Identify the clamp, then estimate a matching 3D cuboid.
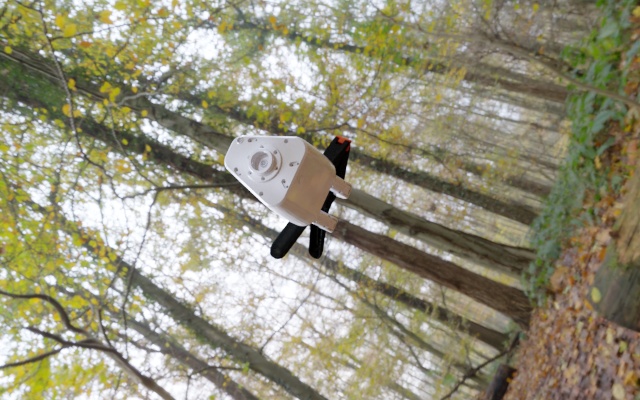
[{"bbox_3d":[0.000,0.002,0.751,0.036,0.210,0.164,23,-5,21],"label":"clamp"}]
